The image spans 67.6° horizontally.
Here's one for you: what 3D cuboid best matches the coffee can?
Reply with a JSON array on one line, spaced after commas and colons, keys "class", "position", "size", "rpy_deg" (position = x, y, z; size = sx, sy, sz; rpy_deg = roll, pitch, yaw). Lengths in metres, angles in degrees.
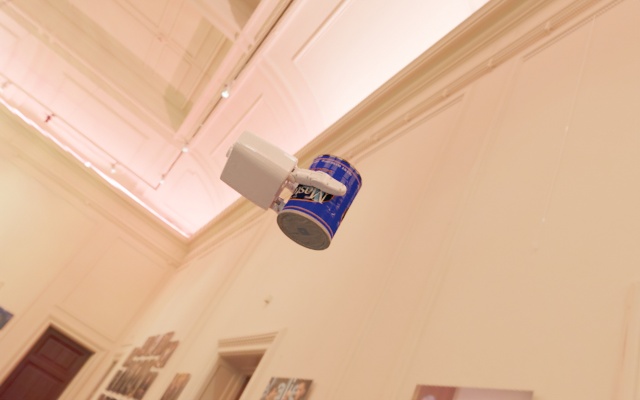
[{"class": "coffee can", "position": [0.000, 0.003, 0.846], "size": [0.103, 0.140, 0.103], "rpy_deg": [22, -32, 15]}]
